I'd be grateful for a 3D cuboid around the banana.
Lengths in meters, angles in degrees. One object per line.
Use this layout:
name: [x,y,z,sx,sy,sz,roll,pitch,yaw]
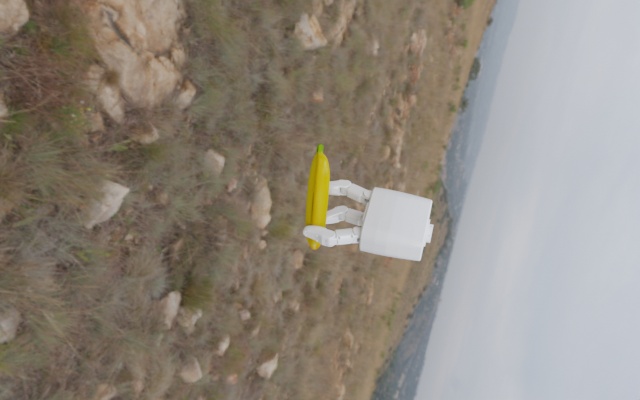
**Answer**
banana: [-0.004,0.004,0.845,0.037,0.198,0.069,8,16,10]
